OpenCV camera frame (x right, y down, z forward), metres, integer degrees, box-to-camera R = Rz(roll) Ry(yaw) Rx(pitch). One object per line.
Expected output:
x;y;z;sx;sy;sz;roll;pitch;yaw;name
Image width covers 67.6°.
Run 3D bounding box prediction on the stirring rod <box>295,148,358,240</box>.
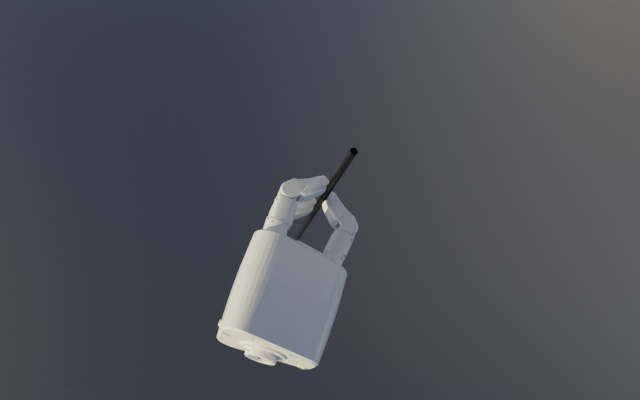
0.000;0.002;0.564;0.011;0.011;0.240;0;-24;-17;stirring rod
